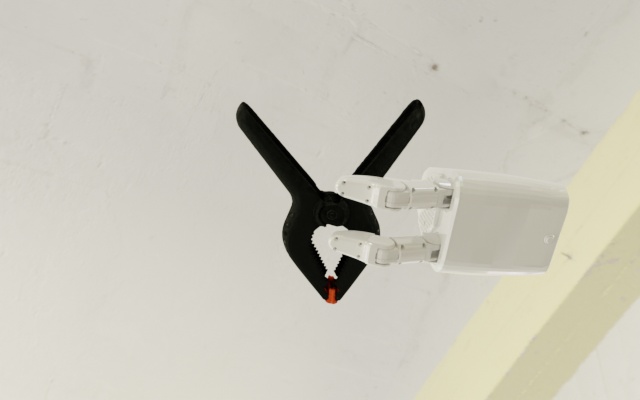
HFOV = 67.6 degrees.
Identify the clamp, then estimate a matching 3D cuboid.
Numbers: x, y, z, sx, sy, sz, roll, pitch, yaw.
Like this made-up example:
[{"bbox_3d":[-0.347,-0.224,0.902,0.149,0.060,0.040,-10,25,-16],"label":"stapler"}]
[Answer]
[{"bbox_3d":[0.000,0.002,0.452,0.164,0.210,0.036,6,23,-2],"label":"clamp"}]
